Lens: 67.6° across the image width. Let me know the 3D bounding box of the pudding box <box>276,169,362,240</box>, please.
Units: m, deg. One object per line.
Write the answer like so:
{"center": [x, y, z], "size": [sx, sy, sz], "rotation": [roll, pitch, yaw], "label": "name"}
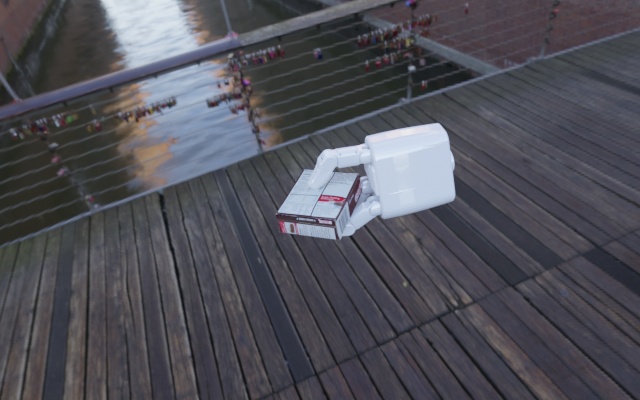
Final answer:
{"center": [0.000, 0.002, 0.673], "size": [0.090, 0.039, 0.113], "rotation": [5, 38, 21], "label": "pudding box"}
